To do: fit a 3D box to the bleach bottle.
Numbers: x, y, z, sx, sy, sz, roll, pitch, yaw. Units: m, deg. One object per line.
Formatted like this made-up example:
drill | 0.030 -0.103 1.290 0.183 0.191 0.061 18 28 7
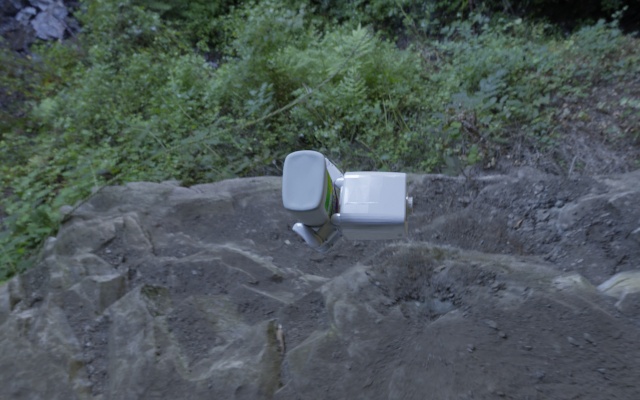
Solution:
bleach bottle | 0.000 0.003 0.836 0.068 0.102 0.251 0 -14 13
